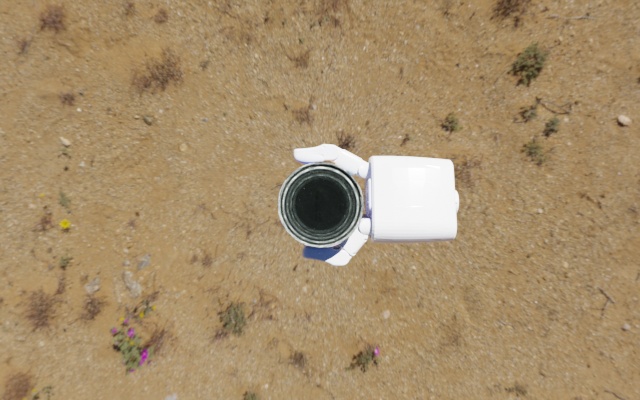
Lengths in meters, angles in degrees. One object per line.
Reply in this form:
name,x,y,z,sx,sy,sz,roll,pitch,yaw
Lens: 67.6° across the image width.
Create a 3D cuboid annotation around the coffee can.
coffee can,0.000,0.002,0.632,0.103,0.103,0.140,0,3,0
